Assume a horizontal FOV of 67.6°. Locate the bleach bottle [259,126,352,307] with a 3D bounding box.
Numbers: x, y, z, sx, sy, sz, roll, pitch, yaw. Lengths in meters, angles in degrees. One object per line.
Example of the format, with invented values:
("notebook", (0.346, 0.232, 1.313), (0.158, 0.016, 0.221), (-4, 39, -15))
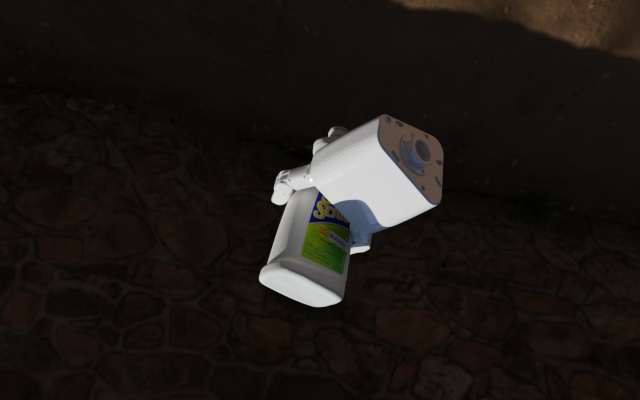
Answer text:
("bleach bottle", (0.000, 0.002, 0.618), (0.102, 0.250, 0.068), (32, -37, -29))
